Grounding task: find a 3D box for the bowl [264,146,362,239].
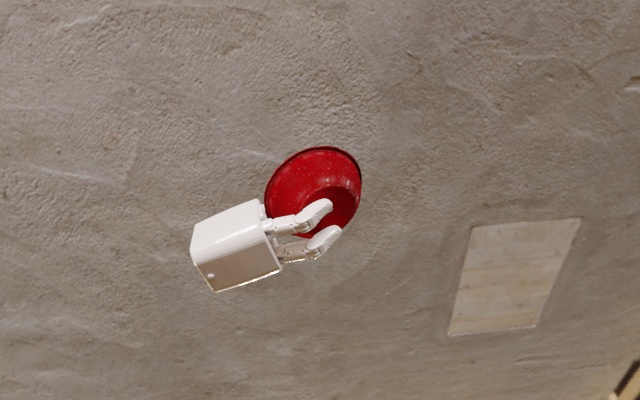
[{"bbox_3d":[0.001,0.002,0.710,0.162,0.162,0.055,0,32,-27],"label":"bowl"}]
